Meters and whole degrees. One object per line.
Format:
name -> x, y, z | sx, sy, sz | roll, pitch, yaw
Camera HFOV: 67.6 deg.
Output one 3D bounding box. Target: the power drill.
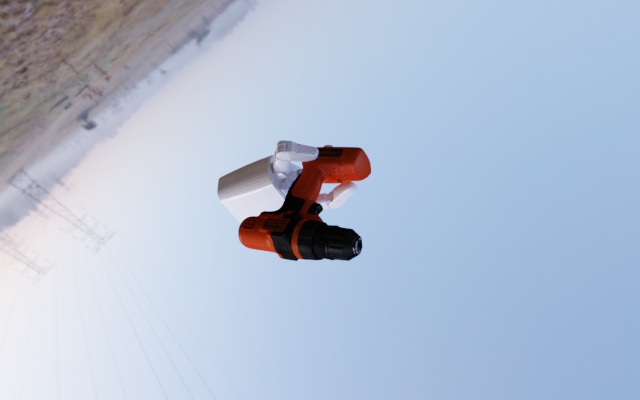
power drill -> 0.000, 0.002, 0.651 | 0.184, 0.057, 0.187 | 5, 44, 32
